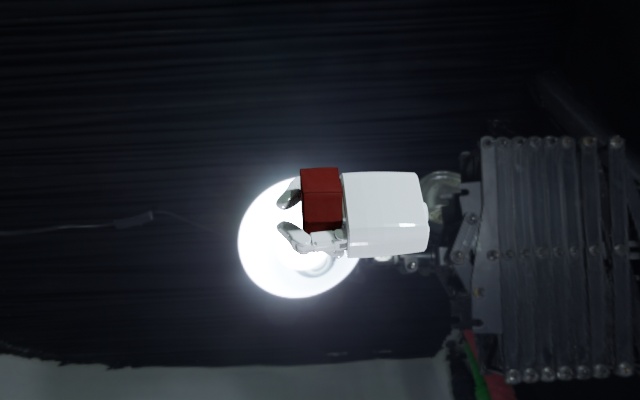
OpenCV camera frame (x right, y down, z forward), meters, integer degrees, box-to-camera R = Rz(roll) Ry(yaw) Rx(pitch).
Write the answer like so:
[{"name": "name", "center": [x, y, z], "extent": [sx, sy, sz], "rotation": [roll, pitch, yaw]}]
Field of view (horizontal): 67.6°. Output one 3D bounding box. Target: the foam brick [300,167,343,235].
[{"name": "foam brick", "center": [0.000, 0.002, 0.621], "extent": [0.051, 0.078, 0.053], "rotation": [-3, 41, -3]}]
